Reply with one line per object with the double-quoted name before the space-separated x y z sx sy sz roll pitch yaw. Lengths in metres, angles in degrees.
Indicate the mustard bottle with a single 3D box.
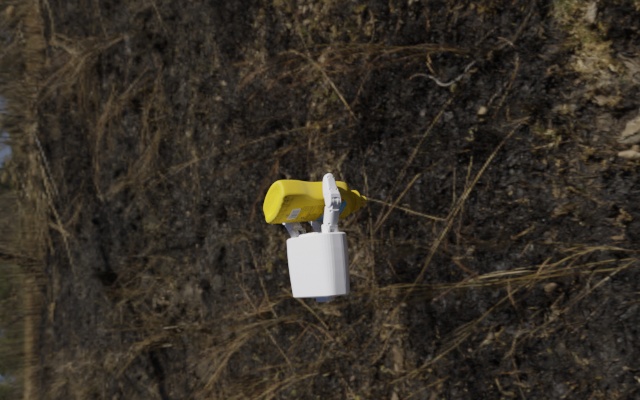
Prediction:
"mustard bottle" 0.000 0.003 0.865 0.191 0.058 0.096 0 -35 -28
